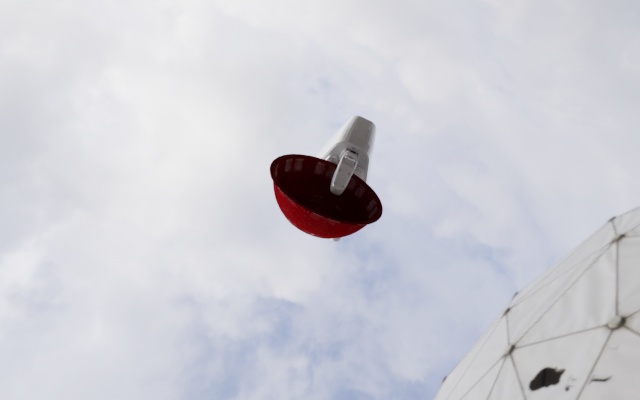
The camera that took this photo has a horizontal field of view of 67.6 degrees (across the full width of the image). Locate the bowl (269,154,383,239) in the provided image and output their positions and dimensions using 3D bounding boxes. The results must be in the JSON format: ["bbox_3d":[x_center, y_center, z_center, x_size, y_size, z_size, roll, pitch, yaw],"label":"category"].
[{"bbox_3d":[-0.001,0.003,0.644,0.162,0.055,0.162,19,28,-11],"label":"bowl"}]
